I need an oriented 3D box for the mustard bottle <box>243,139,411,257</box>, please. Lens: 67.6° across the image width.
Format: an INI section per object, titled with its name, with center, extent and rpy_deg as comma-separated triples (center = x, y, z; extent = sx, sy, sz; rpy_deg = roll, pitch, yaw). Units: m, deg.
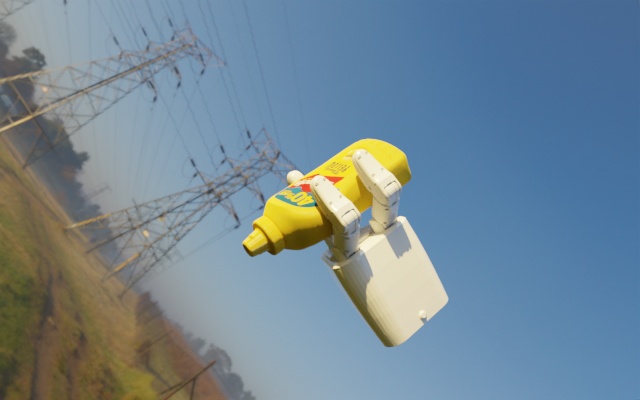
[mustard bottle]
center = 0.000, 0.001, 0.513
extent = 0.191, 0.058, 0.096
rpy_deg = -34, 31, -24
